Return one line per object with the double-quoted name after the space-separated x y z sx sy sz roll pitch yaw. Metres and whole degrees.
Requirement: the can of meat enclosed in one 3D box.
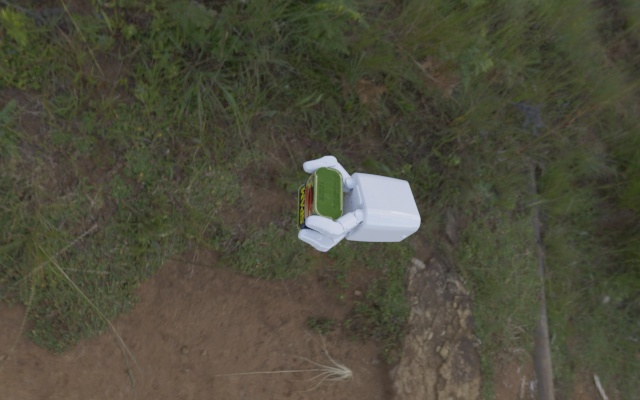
0.000 0.002 0.822 0.057 0.102 0.084 9 -25 -18 "can of meat"
